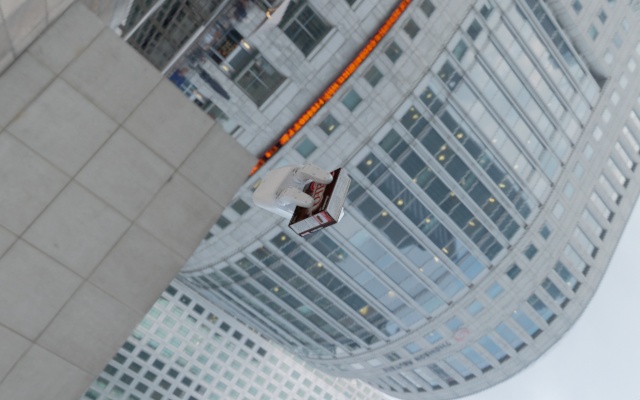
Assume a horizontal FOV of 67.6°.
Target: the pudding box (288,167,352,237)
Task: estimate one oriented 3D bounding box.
[{"bbox_3d":[0.000,0.003,0.837,0.090,0.113,0.039,-25,-57,38],"label":"pudding box"}]
